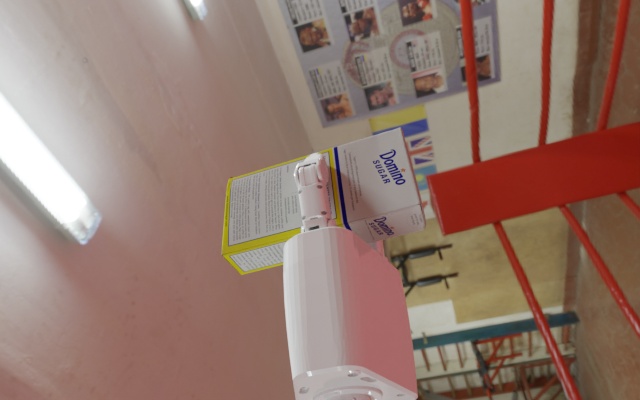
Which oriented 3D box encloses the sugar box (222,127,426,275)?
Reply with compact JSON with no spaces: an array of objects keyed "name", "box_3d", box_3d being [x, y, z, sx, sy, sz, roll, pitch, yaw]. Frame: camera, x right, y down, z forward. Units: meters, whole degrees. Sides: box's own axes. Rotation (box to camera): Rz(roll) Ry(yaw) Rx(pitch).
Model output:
[{"name":"sugar box","box_3d":[0.000,0.002,0.436,0.176,0.093,0.048,-13,-39,11]}]
